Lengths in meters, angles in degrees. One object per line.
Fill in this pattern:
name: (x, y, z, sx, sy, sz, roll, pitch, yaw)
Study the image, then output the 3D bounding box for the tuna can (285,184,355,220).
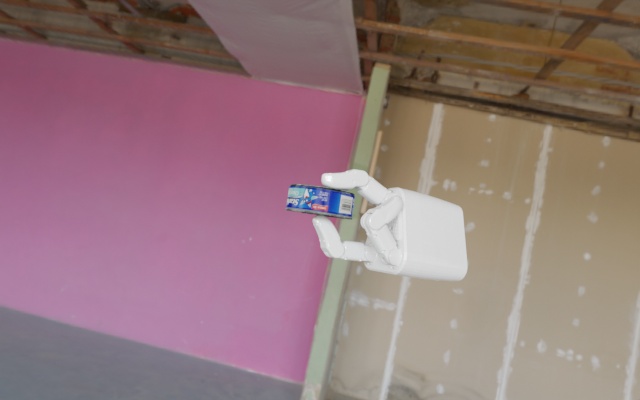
tuna can: (0.000, 0.001, 0.605, 0.086, 0.034, 0.086, 8, -3, 0)
